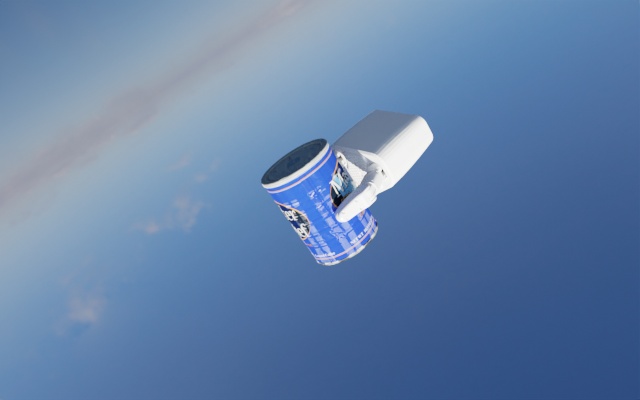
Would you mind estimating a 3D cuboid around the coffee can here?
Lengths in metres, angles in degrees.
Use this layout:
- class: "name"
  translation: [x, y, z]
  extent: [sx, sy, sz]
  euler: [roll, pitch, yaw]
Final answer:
- class: "coffee can"
  translation: [0.000, 0.002, 0.650]
  extent: [0.103, 0.140, 0.102]
  euler: [-29, 21, 12]
